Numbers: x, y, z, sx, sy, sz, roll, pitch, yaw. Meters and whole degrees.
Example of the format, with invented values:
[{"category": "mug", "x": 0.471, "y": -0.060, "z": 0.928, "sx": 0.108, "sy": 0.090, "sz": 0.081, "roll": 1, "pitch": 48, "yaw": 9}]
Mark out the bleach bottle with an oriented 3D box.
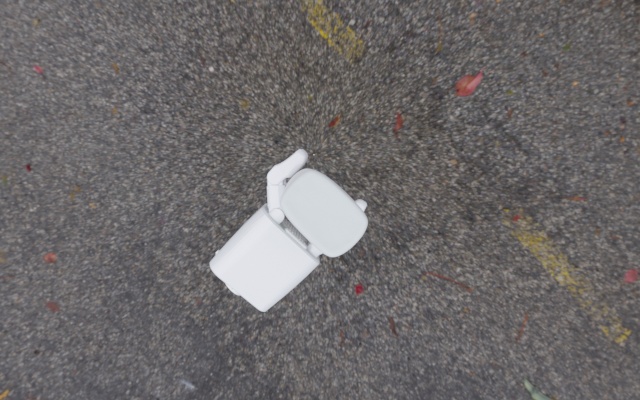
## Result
[{"category": "bleach bottle", "x": 0.000, "y": 0.002, "z": 0.648, "sx": 0.102, "sy": 0.068, "sz": 0.251, "roll": 45, "pitch": 3, "yaw": -4}]
